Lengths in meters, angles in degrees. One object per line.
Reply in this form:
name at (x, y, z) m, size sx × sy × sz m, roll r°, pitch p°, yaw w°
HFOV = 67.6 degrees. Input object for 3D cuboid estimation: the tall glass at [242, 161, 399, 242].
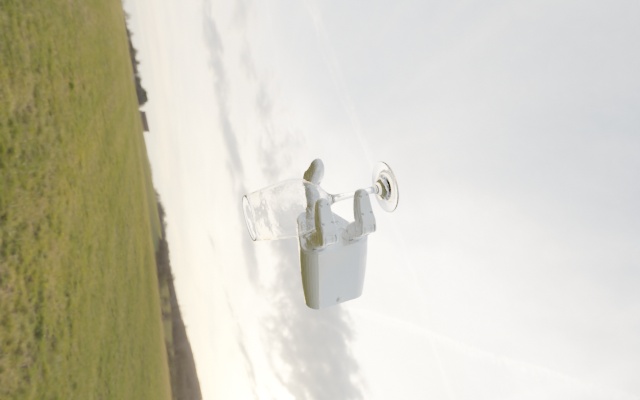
tall glass at (0.001, 0.002, 0.644) m, size 0.201 × 0.079 × 0.079 m, roll -12°, pitch 4°, yaw -19°
